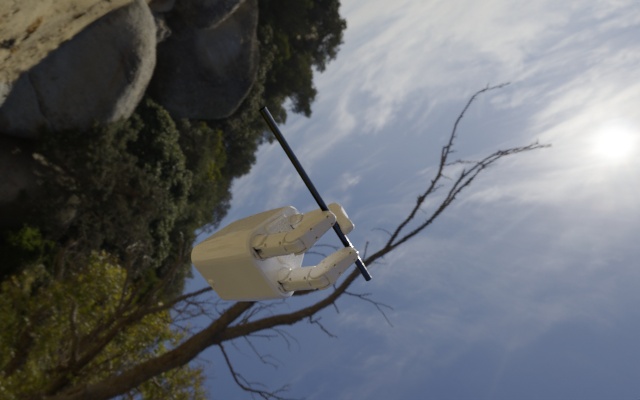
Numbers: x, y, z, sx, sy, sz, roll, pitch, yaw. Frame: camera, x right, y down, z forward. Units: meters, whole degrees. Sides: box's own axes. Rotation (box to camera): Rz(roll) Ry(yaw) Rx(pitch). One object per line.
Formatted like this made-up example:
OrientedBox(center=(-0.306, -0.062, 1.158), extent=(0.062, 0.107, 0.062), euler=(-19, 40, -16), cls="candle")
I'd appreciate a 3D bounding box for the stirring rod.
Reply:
OrientedBox(center=(0.000, 0.002, 0.523), extent=(0.011, 0.240, 0.011), euler=(-26, 26, 13), cls="stirring rod")
